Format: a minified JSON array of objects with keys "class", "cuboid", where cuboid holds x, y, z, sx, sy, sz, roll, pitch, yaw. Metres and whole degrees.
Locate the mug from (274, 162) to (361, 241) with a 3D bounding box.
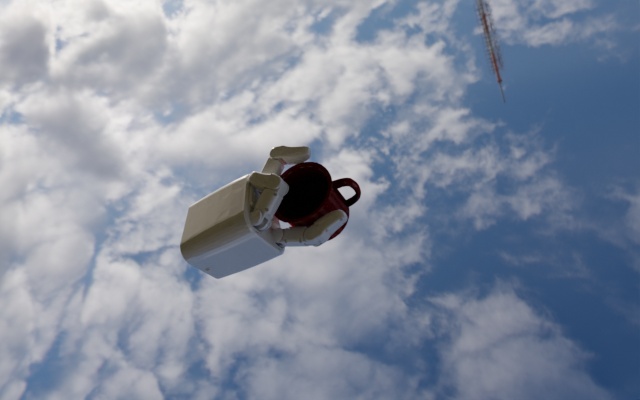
[{"class":"mug","cuboid":[0.001,0.002,0.657,0.117,0.093,0.081,-23,-37,15]}]
